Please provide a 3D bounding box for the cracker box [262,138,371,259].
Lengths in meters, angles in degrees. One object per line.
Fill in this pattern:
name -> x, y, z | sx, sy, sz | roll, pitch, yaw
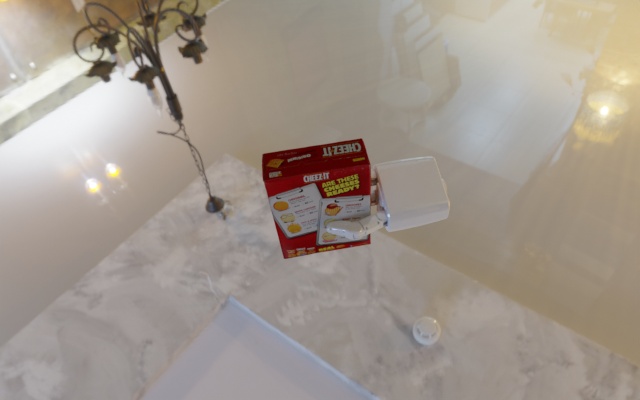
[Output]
cracker box -> 0.000, 0.003, 0.807 | 0.164, 0.072, 0.214 | -9, -40, -1
